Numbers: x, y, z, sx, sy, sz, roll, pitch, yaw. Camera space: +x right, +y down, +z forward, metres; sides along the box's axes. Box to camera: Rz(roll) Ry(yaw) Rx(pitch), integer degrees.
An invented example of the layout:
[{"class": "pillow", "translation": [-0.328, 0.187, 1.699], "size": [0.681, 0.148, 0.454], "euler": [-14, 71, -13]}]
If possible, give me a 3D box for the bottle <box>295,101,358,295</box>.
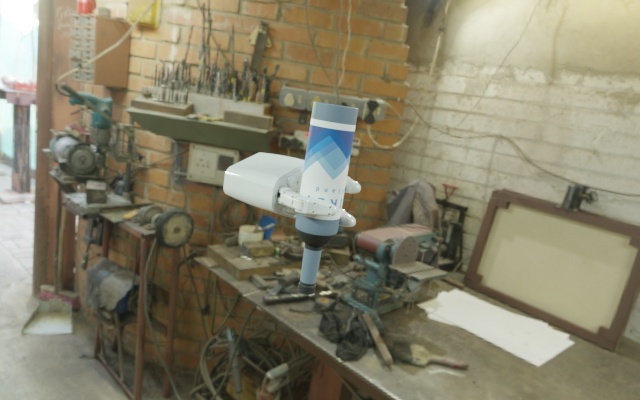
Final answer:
[{"class": "bottle", "translation": [0.000, 0.002, 0.729], "size": [0.069, 0.296, 0.069], "euler": [9, 12, -2]}]
